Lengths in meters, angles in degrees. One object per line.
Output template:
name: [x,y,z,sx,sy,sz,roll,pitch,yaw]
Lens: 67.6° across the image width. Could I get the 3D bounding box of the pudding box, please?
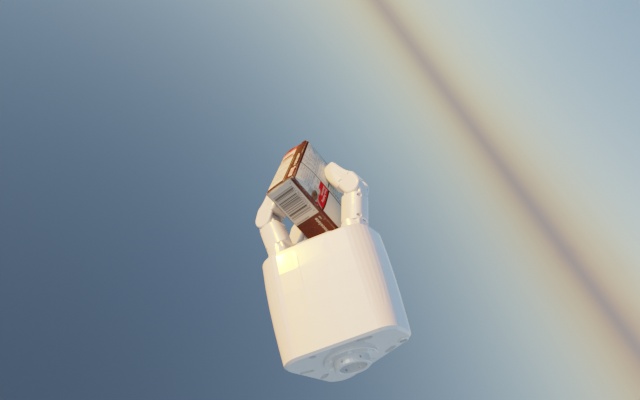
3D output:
pudding box: [0.000,0.002,0.516,0.039,0.113,0.090,-31,22,24]
